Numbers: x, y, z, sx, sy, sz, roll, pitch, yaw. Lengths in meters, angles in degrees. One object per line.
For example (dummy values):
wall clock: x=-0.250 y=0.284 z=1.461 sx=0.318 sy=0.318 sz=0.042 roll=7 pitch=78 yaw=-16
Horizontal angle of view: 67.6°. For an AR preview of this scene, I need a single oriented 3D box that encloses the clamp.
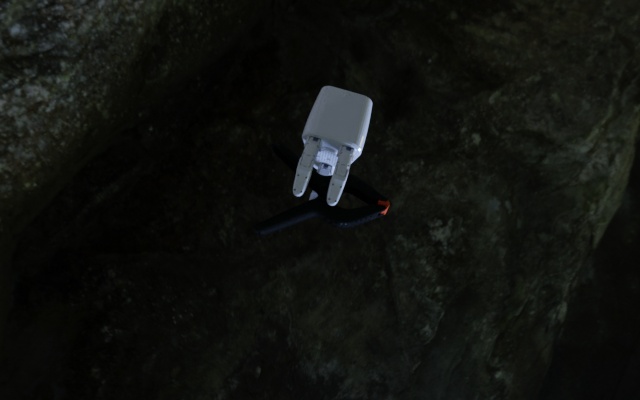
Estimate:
clamp: x=0.001 y=0.003 z=0.753 sx=0.210 sy=0.164 sz=0.036 roll=16 pitch=-26 yaw=3
